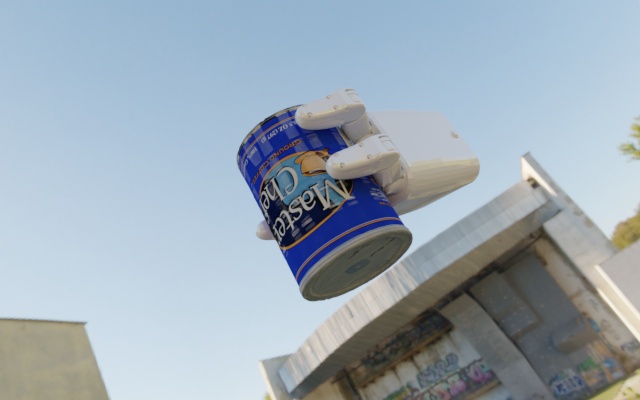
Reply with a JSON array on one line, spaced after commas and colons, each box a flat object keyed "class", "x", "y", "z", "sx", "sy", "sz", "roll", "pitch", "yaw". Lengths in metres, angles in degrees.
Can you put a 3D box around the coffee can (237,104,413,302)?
[{"class": "coffee can", "x": 0.000, "y": 0.002, "z": 0.419, "sx": 0.103, "sy": 0.140, "sz": 0.103, "roll": -24, "pitch": -27, "yaw": -13}]
